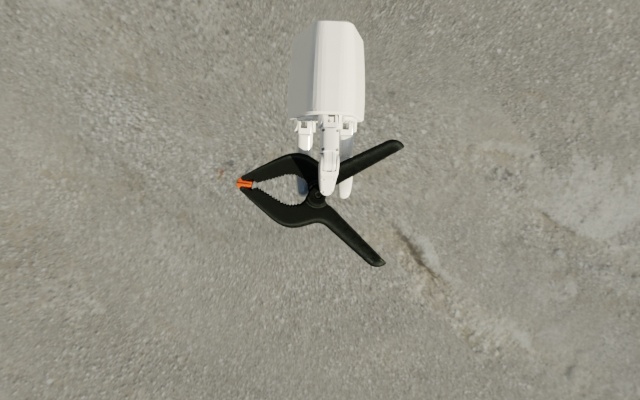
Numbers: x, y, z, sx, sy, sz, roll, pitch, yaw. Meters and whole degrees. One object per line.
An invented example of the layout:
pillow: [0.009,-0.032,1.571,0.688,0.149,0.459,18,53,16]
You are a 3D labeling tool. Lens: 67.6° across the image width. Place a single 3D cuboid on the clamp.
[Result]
clamp: [0.000,0.002,0.606,0.210,0.164,0.036,1,2,-5]
